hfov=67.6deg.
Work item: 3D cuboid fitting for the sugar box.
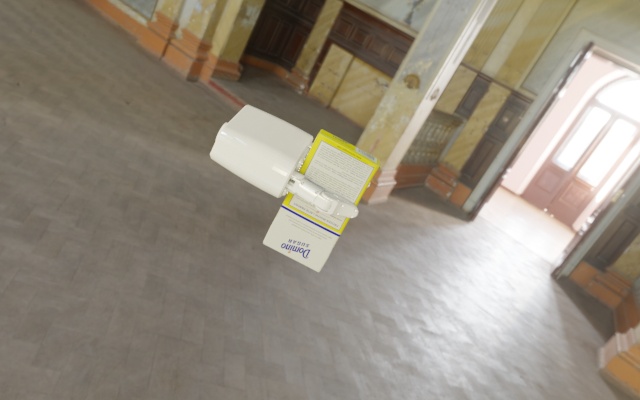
[{"bbox_3d":[0.000,0.002,0.661,0.093,0.176,0.048,28,19,-3],"label":"sugar box"}]
